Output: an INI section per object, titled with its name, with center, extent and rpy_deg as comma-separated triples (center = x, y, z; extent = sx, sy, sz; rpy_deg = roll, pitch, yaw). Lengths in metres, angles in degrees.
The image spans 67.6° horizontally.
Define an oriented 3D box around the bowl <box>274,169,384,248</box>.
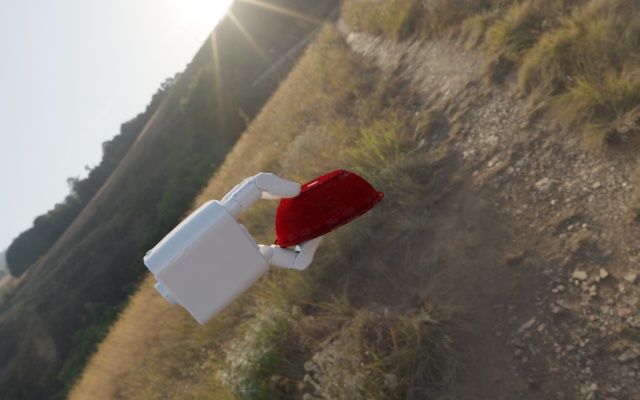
[bowl]
center = 0.001, 0.001, 0.635
extent = 0.162, 0.055, 0.162
rpy_deg = -25, 7, 3
